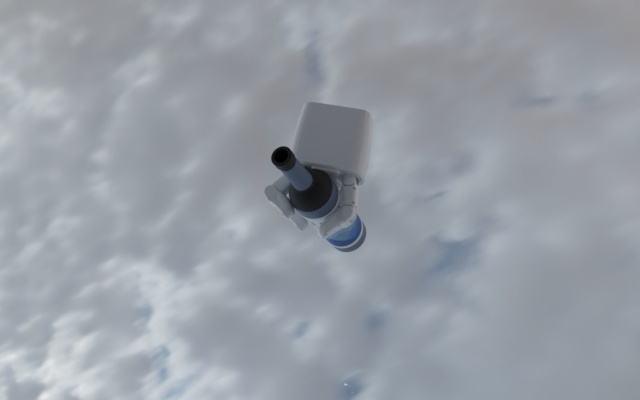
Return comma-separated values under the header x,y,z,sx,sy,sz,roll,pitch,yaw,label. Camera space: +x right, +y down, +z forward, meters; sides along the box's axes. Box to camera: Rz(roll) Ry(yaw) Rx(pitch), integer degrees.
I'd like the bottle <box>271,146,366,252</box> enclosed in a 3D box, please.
x,y,z,sx,sy,sz,roll,pitch,yaw,label
0.000,0.002,0.701,0.069,0.069,0.296,0,-22,20,bottle
